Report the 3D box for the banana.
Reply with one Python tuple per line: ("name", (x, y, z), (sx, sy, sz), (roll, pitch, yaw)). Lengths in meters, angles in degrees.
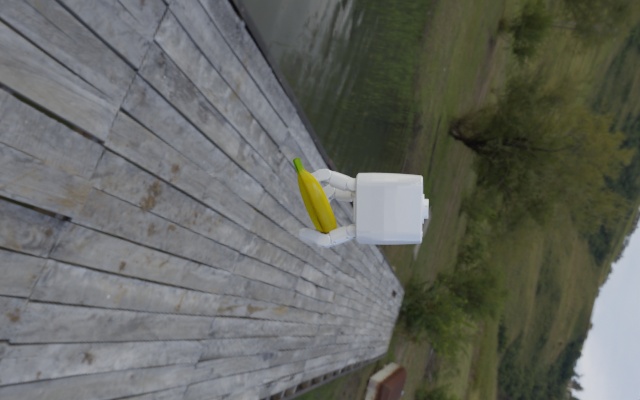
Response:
("banana", (0.001, 0.015, 0.788), (0.037, 0.069, 0.198), (-14, -40, 8))
